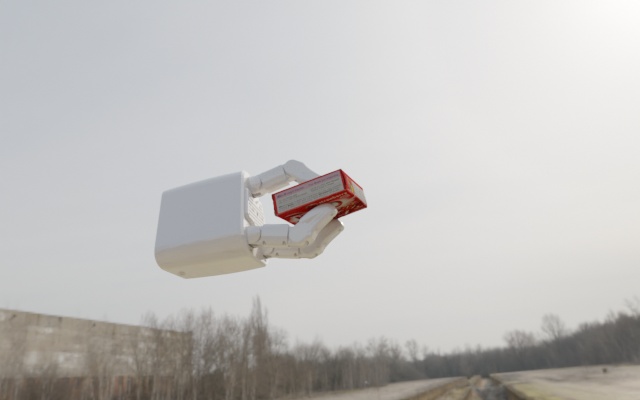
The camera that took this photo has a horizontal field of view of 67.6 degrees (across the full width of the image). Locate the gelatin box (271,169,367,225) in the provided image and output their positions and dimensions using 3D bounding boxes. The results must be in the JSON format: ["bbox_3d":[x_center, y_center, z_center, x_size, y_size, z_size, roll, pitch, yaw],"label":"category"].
[{"bbox_3d":[0.000,0.001,0.546,0.089,0.030,0.073,-21,-23,17],"label":"gelatin box"}]
